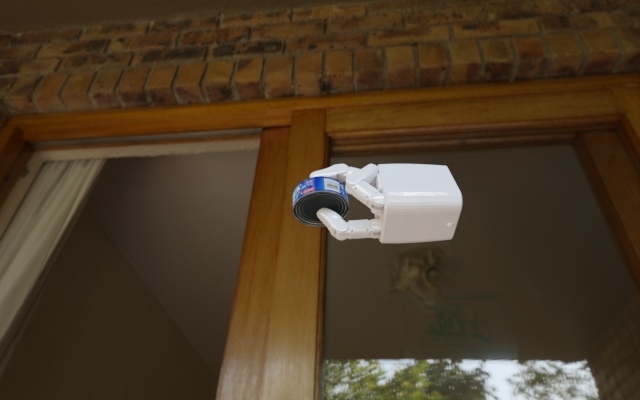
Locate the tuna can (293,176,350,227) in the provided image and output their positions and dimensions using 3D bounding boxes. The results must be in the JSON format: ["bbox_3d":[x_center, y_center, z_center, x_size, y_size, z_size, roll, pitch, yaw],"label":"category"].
[{"bbox_3d":[0.000,0.002,0.729,0.086,0.033,0.086,-3,-40,-2],"label":"tuna can"}]
